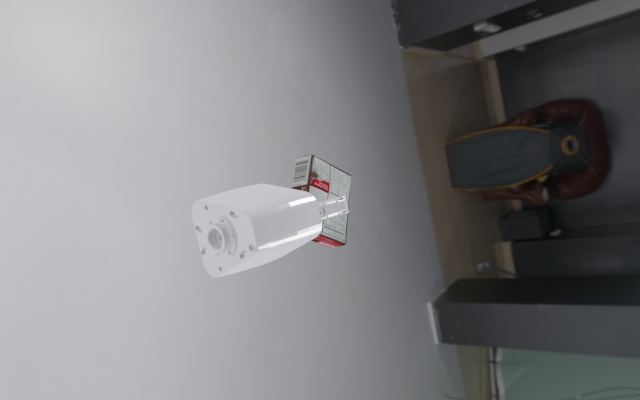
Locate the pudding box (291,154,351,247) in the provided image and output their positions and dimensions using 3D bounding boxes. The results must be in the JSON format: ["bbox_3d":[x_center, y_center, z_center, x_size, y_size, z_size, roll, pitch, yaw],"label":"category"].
[{"bbox_3d":[0.000,0.002,0.680,0.039,0.113,0.090,-9,-24,41],"label":"pudding box"}]
